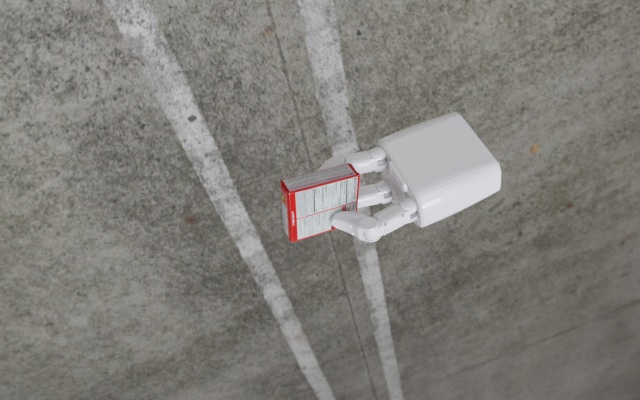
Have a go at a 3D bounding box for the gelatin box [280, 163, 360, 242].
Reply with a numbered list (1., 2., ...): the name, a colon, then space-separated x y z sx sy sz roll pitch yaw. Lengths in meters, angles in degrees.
1. gelatin box: 0.000 0.002 0.553 0.089 0.073 0.030 -16 41 -19
